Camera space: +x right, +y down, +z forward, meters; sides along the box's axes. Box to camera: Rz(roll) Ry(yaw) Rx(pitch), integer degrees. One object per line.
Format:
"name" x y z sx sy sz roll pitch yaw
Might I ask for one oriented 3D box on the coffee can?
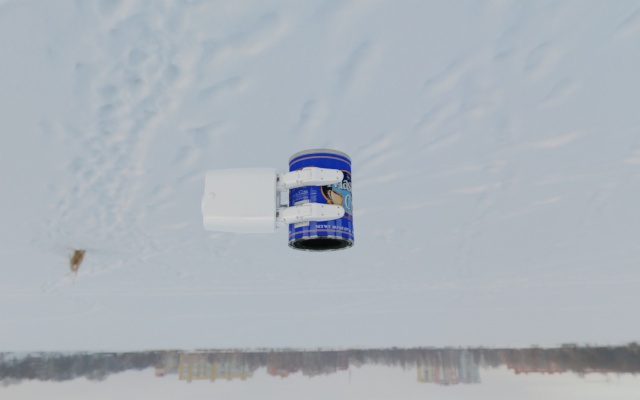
"coffee can" 0.000 0.002 0.754 0.103 0.140 0.103 -1 -17 0
